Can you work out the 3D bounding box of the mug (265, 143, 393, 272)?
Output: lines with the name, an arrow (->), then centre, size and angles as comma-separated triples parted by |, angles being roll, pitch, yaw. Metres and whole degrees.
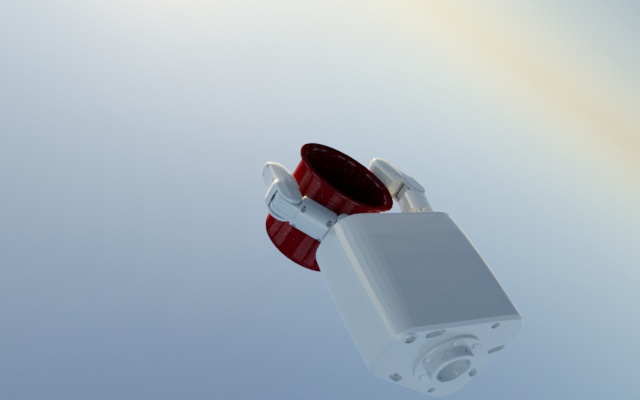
mug -> -0.001, 0.001, 0.434 | 0.093, 0.081, 0.117 | 18, 29, -31
